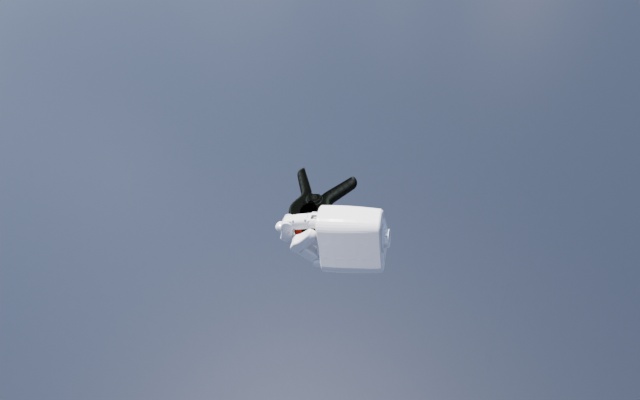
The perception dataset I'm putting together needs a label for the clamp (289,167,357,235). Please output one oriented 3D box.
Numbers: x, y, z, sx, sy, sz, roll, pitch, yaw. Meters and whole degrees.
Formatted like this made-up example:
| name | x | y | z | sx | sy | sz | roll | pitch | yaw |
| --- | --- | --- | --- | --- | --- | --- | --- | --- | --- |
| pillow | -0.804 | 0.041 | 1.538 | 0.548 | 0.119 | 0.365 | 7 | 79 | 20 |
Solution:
| name | x | y | z | sx | sy | sz | roll | pitch | yaw |
| --- | --- | --- | --- | --- | --- | --- | --- | --- | --- |
| clamp | 0.000 | 0.003 | 0.889 | 0.120 | 0.171 | 0.039 | 1 | -43 | 15 |
